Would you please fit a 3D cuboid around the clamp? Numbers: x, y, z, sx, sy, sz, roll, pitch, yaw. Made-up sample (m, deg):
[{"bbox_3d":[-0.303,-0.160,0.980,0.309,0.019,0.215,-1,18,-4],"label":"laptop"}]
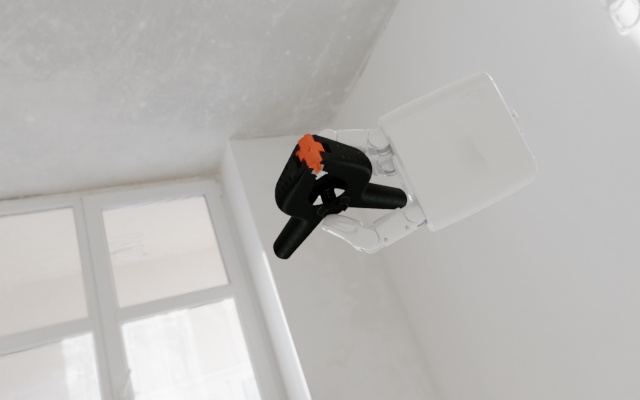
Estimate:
[{"bbox_3d":[0.000,0.002,0.473,0.164,0.036,0.210,-27,-23,6],"label":"clamp"}]
